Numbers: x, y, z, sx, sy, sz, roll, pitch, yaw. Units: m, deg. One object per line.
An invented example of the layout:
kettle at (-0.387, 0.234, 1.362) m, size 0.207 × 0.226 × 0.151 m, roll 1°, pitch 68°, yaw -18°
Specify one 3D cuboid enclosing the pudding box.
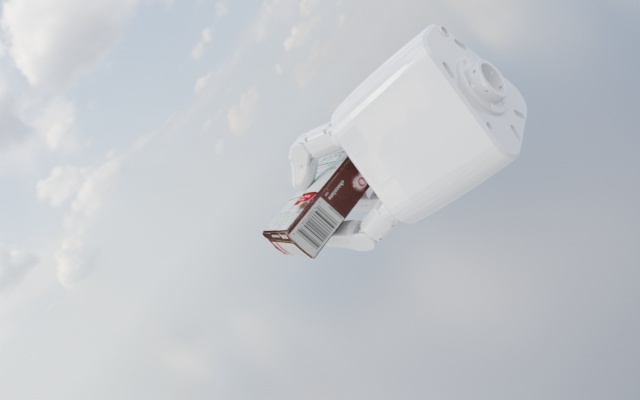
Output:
pudding box at (0.000, 0.001, 0.466) m, size 0.039 × 0.113 × 0.090 m, roll 44°, pitch -17°, yaw -12°
